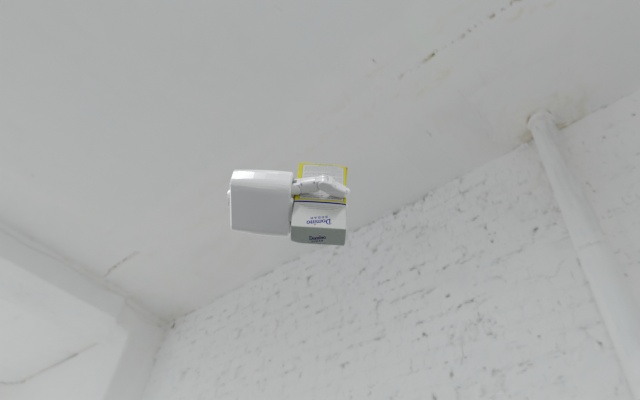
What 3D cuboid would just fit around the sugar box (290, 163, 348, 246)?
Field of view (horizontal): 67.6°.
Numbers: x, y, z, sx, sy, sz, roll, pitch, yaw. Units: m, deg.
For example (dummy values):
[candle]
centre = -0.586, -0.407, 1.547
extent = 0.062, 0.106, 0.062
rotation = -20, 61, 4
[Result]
[sugar box]
centre = 0.000, 0.003, 0.850
extent = 0.093, 0.048, 0.176
rotation = 4, 43, 1
